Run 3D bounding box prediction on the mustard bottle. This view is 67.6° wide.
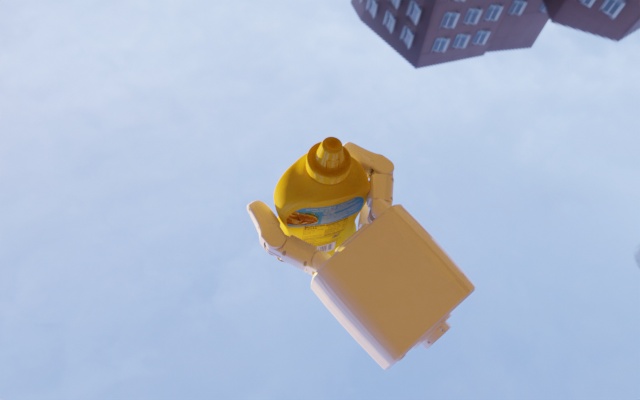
[{"bbox_3d":[0.000,0.001,0.487,0.096,0.058,0.192,-11,-28,-13],"label":"mustard bottle"}]
